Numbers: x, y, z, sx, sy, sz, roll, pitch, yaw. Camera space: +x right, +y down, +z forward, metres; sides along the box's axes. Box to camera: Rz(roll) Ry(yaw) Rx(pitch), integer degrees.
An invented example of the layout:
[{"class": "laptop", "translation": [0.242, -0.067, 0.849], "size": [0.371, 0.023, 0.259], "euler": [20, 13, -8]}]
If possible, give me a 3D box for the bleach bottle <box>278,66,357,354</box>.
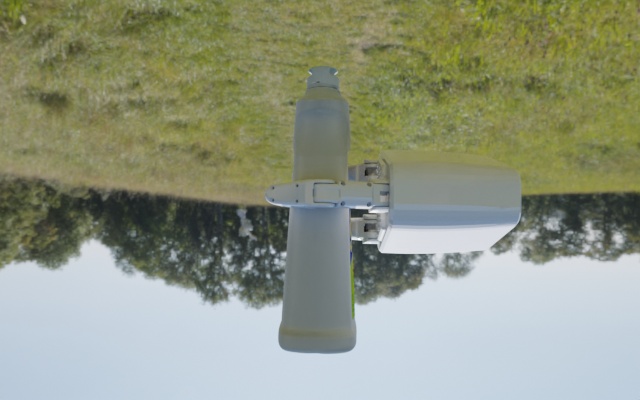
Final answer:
[{"class": "bleach bottle", "translation": [0.000, 0.001, 0.437], "size": [0.068, 0.251, 0.102], "euler": [1, -3, 1]}]
